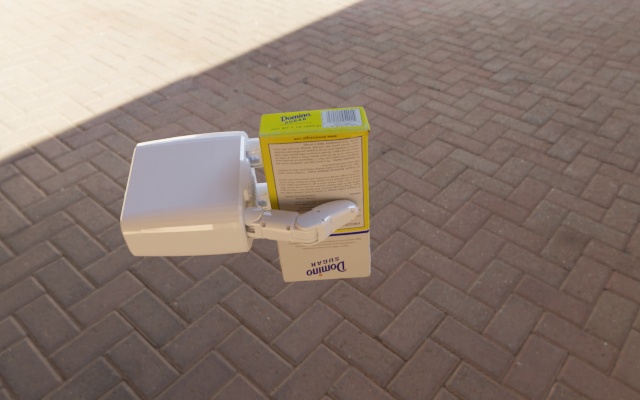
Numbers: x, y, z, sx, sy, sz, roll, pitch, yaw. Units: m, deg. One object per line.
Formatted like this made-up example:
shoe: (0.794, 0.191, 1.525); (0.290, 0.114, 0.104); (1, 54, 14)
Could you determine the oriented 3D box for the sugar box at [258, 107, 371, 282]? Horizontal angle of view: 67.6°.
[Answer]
sugar box: (0.000, 0.001, 0.457); (0.093, 0.176, 0.048); (-4, 40, 1)
